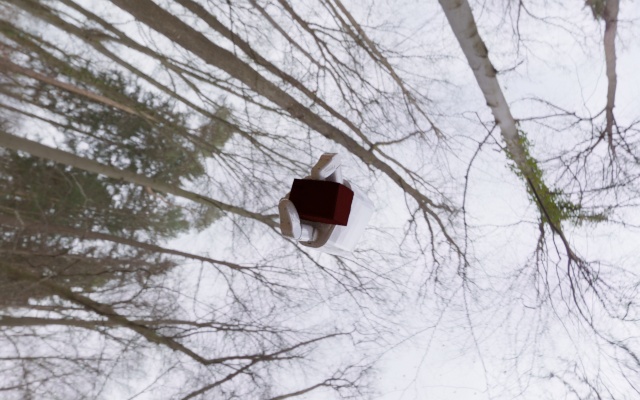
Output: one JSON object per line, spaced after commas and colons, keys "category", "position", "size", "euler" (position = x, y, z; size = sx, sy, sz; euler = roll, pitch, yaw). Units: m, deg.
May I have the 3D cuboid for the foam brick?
{"category": "foam brick", "position": [0.000, 0.002, 0.672], "size": [0.078, 0.053, 0.051], "euler": [8, -11, 31]}
